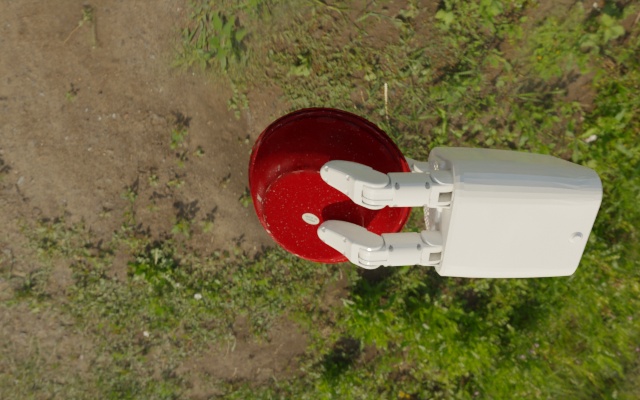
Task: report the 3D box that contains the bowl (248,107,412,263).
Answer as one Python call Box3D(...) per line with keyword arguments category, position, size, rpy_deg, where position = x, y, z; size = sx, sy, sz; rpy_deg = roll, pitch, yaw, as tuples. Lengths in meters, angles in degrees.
Box3D(category="bowl", position=(-0.001, 0.002, 0.431), size=(0.162, 0.162, 0.055), rpy_deg=(0, 30, 18))
